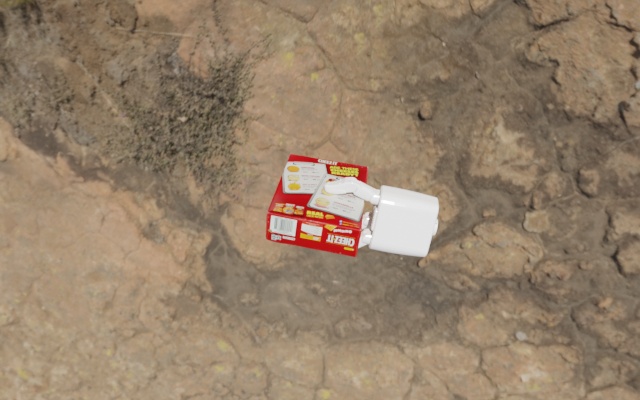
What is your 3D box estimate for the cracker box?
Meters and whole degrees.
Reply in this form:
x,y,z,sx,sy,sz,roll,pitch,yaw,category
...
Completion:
x,y,z,sx,sy,sz,roll,pitch,yaw,category
0.000,0.003,0.896,0.164,0.072,0.213,10,34,2,cracker box
